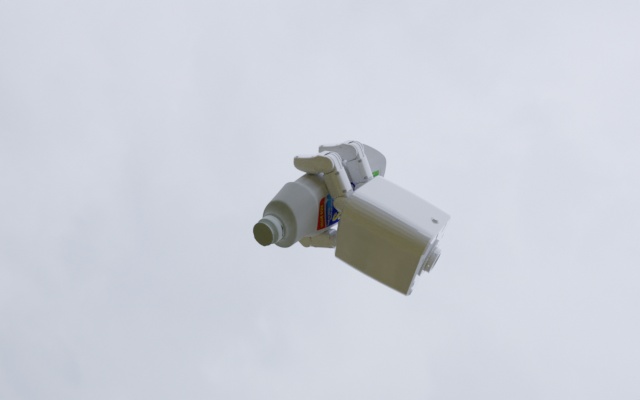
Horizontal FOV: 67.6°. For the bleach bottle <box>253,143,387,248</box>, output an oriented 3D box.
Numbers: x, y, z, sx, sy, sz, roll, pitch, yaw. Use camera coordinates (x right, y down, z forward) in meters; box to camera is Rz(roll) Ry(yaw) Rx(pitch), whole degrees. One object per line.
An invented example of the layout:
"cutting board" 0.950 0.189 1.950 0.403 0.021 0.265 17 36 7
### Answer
"bleach bottle" 0.000 0.002 0.617 0.068 0.103 0.250 29 33 20
